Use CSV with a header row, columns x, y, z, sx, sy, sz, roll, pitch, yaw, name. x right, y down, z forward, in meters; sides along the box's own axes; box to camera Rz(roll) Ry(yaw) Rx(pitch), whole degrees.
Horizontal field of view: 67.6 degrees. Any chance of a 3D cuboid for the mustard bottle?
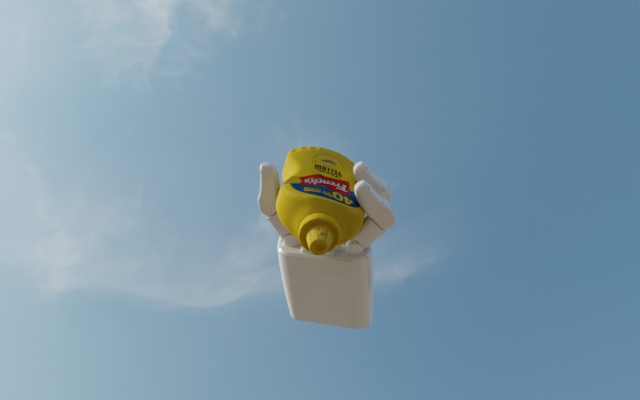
x,y,z,sx,sy,sz,roll,pitch,yaw,name
0.000,0.001,0.530,0.096,0.058,0.191,18,26,-8,mustard bottle
